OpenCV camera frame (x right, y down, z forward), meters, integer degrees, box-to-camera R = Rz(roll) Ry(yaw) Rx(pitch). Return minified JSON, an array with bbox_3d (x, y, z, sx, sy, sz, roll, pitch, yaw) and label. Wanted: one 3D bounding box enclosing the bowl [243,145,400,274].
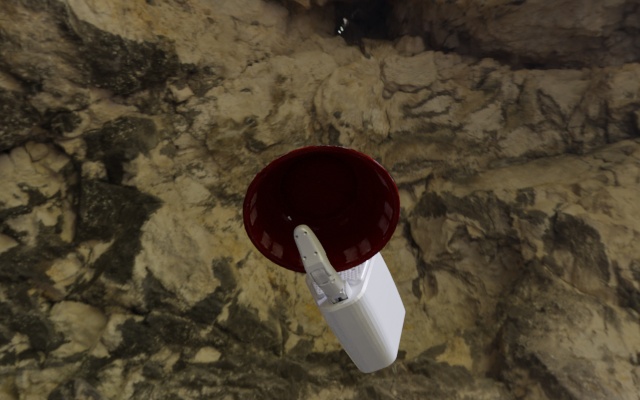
[{"bbox_3d":[0.000,0.000,0.508,0.162,0.162,0.055,0,35,-4],"label":"bowl"}]
